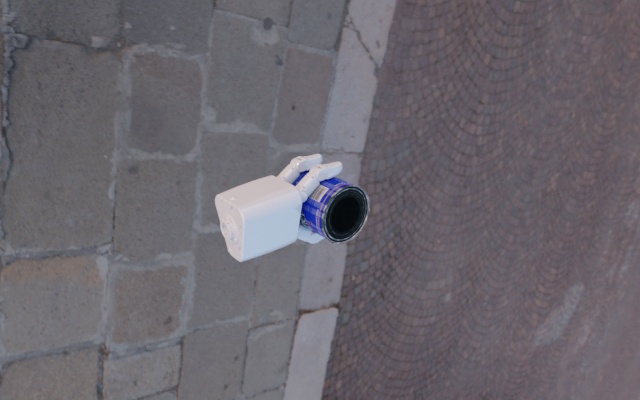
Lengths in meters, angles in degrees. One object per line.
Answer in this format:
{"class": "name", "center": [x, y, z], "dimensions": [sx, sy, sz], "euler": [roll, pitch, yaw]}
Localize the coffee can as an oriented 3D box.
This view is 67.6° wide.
{"class": "coffee can", "center": [0.000, 0.003, 0.827], "dimensions": [0.103, 0.103, 0.140], "euler": [0, 18, -41]}
